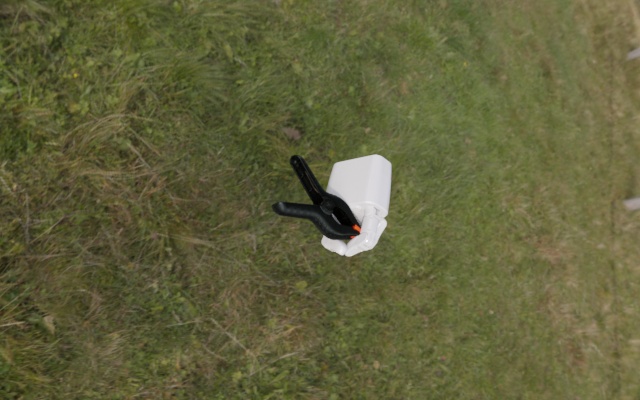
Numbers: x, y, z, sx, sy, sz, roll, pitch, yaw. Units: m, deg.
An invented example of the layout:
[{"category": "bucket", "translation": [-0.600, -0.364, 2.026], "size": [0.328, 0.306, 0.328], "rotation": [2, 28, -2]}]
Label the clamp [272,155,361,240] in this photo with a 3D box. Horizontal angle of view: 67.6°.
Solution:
[{"category": "clamp", "translation": [0.001, 0.003, 0.782], "size": [0.171, 0.120, 0.039], "rotation": [32, -36, -30]}]
